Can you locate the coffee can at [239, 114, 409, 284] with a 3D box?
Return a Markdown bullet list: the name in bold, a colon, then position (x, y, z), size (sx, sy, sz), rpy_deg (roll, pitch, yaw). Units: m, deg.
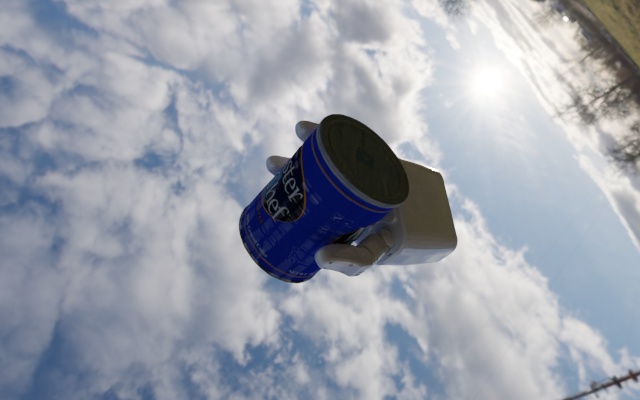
- **coffee can**: position (0.000, 0.001, 0.462), size (0.103, 0.102, 0.140), rpy_deg (0, -35, -46)
